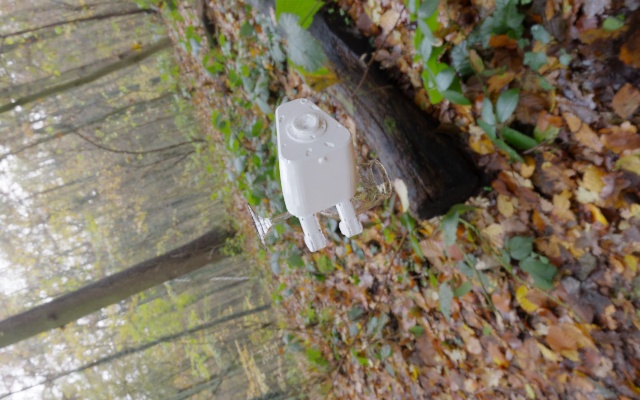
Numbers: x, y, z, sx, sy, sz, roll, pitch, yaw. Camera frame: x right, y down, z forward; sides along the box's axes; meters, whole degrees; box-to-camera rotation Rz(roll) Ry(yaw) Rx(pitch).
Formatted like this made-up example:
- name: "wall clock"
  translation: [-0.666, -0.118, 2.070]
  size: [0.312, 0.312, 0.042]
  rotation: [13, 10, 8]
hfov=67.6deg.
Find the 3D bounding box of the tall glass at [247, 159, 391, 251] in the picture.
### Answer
- name: "tall glass"
  translation: [-0.001, 0.003, 0.695]
  size: [0.201, 0.079, 0.079]
  rotation: [-21, 4, -11]
